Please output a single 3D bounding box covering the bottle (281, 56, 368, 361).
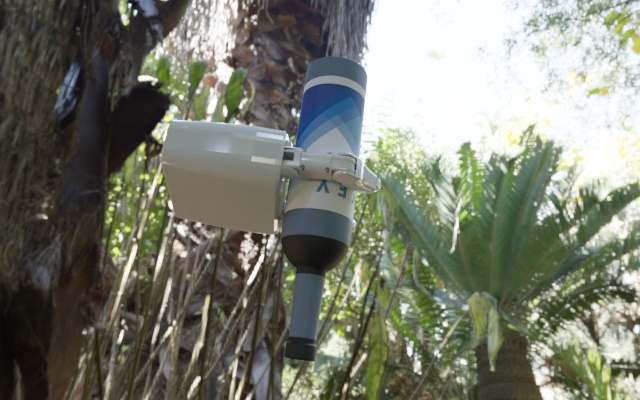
[{"bbox_3d":[0.000,0.001,0.466,0.069,0.295,0.069,7,-20,2],"label":"bottle"}]
